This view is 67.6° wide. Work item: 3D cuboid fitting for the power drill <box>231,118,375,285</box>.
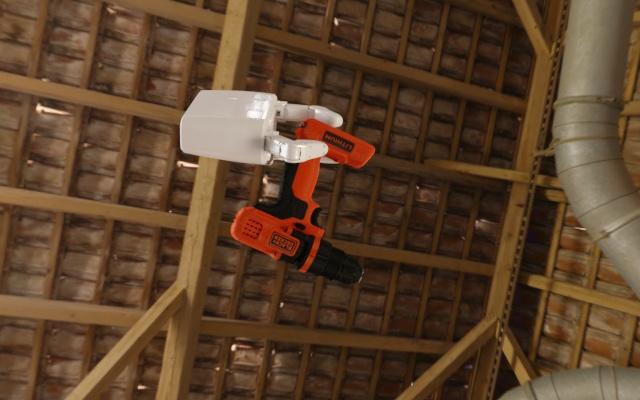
[{"bbox_3d":[0.000,0.002,0.626,0.184,0.187,0.057,25,-4,-11],"label":"power drill"}]
